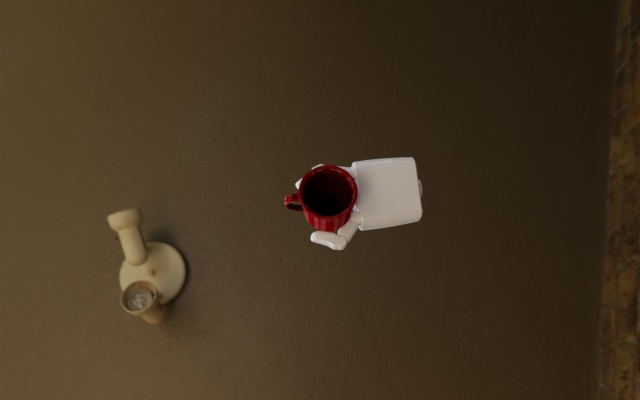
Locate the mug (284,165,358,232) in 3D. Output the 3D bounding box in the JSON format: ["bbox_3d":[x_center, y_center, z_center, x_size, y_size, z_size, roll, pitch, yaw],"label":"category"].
[{"bbox_3d":[-0.001,0.003,0.777,0.117,0.093,0.081,-6,-22,-2],"label":"mug"}]
